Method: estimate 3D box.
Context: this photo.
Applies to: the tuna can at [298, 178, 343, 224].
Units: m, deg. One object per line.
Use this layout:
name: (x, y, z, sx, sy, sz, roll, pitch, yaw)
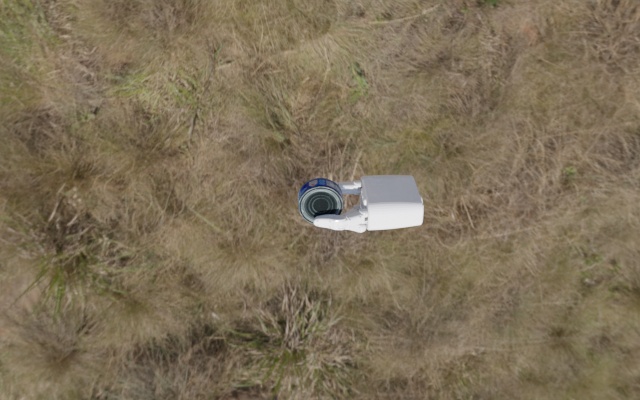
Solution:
tuna can: (0.000, 0.003, 0.895, 0.086, 0.086, 0.033, 0, 30, -2)
